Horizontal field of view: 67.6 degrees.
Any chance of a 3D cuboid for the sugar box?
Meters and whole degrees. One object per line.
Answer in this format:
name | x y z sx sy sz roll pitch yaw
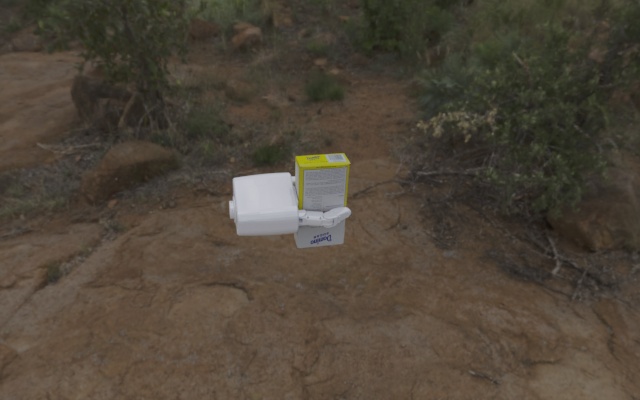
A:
sugar box | 0.000 0.002 0.877 0.093 0.176 0.048 -4 35 -13
